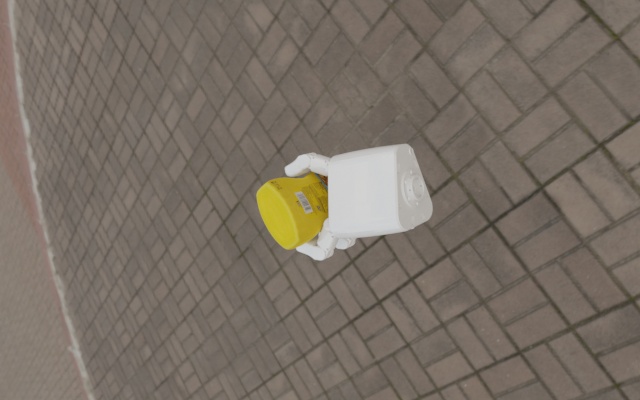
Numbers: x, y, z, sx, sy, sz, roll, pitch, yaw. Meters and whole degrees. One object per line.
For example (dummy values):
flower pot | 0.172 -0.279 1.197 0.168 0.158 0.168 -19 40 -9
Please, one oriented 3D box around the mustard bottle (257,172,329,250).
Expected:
mustard bottle | 0.000 0.002 0.707 0.191 0.096 0.058 -18 -17 -49
